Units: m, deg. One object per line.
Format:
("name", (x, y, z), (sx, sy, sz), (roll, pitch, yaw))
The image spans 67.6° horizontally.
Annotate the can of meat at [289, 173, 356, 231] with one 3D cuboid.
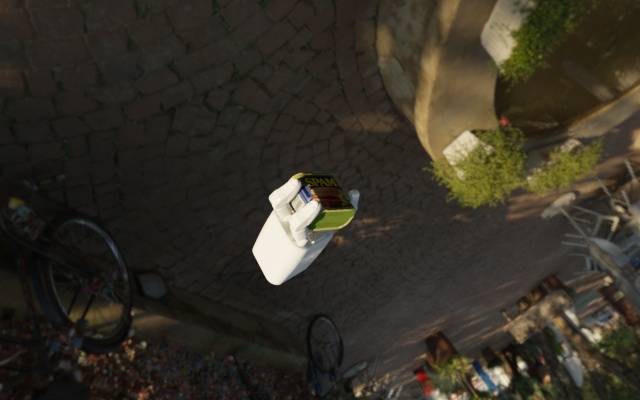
("can of meat", (0.000, 0.003, 0.808), (0.102, 0.084, 0.057), (-2, -42, -43))
